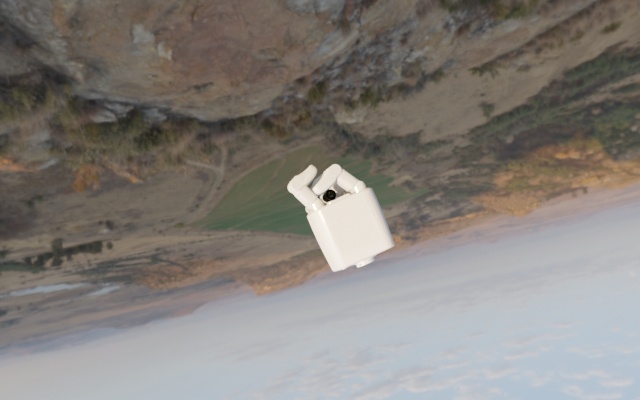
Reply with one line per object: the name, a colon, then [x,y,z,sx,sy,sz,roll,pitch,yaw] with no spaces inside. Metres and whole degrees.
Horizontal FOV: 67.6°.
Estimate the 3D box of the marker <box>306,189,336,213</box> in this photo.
marker: [0.000,0.003,0.818,0.020,0.020,0.121,0,-13,-19]
